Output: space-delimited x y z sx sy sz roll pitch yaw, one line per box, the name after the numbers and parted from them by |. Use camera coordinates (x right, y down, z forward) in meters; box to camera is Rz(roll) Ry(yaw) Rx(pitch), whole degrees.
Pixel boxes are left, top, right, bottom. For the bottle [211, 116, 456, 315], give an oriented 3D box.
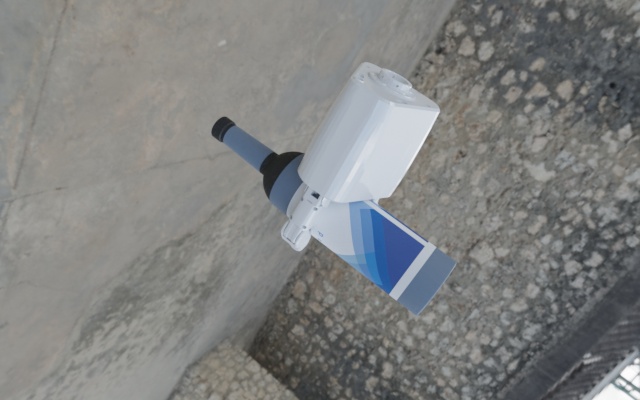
0.000 0.002 0.505 0.295 0.069 0.069 37 10 14 | bottle
